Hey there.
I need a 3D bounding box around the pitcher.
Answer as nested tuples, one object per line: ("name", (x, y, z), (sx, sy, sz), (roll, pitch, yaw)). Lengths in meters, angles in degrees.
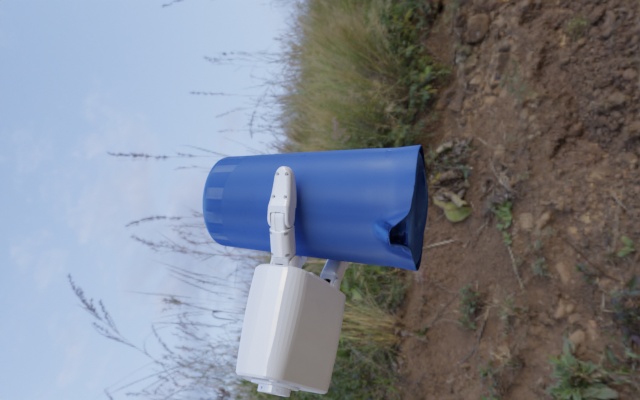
("pitcher", (0.000, 0.002, 0.549), (0.243, 0.145, 0.149), (2, -24, 17))
